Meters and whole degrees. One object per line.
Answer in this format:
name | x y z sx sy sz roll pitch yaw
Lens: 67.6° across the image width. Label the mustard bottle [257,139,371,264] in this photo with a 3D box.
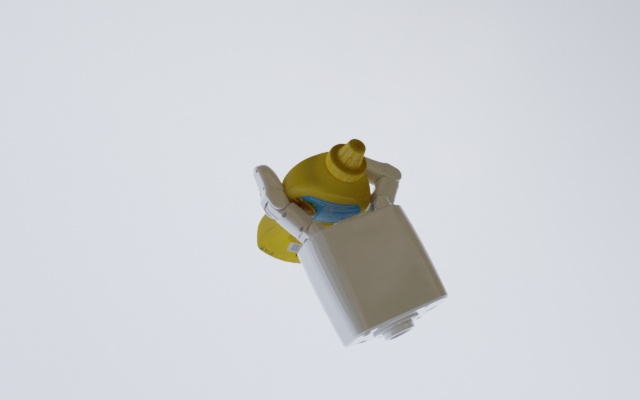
mustard bottle | 0.000 0.002 0.522 0.096 0.058 0.192 12 -38 -18
